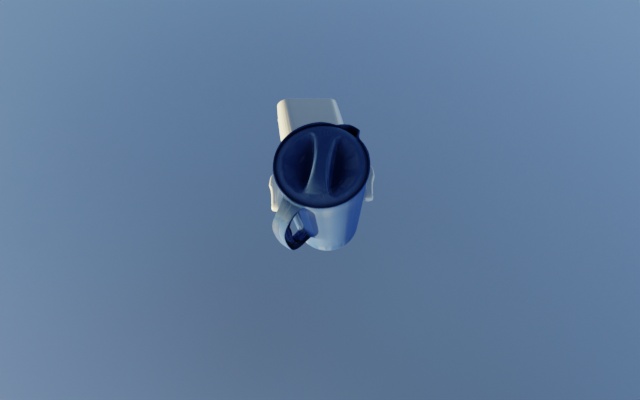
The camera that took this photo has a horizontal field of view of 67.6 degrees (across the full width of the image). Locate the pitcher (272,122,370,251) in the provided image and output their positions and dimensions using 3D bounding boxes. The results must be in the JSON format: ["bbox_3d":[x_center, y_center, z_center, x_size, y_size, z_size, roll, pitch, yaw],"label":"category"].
[{"bbox_3d":[0.000,0.002,0.748,0.149,0.145,0.243,-11,-24,-2],"label":"pitcher"}]
